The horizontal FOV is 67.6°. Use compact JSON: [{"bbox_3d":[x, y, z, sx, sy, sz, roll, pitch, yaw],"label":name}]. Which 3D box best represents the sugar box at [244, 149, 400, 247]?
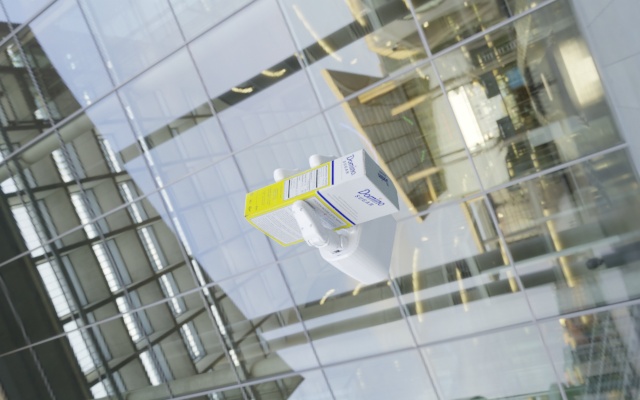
[{"bbox_3d":[0.000,0.002,0.604,0.176,0.048,0.093,-21,-39,25],"label":"sugar box"}]
